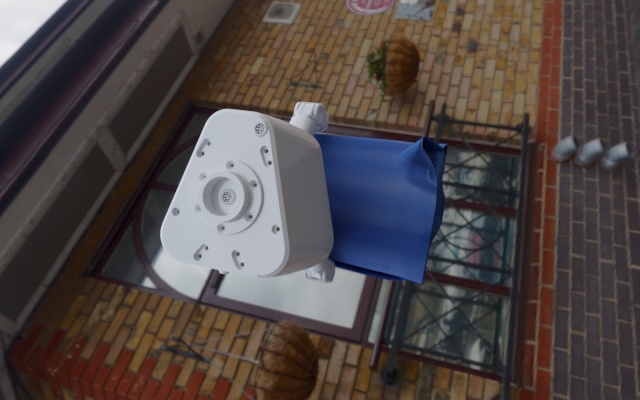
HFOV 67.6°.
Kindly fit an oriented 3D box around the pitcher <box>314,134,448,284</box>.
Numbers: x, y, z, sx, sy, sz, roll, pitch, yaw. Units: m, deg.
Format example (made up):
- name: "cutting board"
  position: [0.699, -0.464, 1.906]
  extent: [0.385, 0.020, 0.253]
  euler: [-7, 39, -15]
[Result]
- name: "pitcher"
  position: [0.000, 0.002, 0.485]
  extent: [0.243, 0.149, 0.145]
  euler: [10, 3, 15]
